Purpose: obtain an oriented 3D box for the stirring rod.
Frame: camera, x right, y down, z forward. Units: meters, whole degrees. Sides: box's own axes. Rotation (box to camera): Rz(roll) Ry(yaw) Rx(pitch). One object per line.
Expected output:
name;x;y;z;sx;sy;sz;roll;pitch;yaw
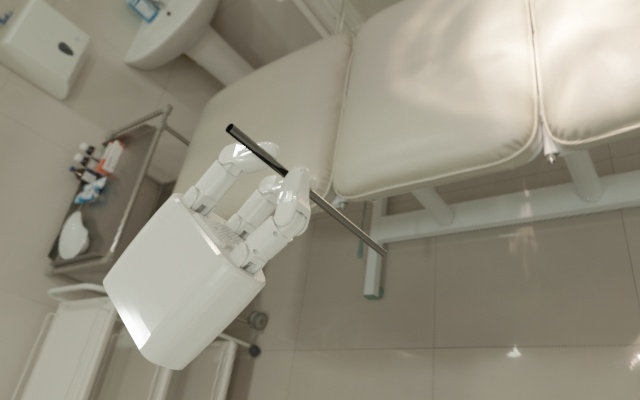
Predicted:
stirring rod;0.000;0.002;0.442;0.011;0.011;0.240;0;-28;40
